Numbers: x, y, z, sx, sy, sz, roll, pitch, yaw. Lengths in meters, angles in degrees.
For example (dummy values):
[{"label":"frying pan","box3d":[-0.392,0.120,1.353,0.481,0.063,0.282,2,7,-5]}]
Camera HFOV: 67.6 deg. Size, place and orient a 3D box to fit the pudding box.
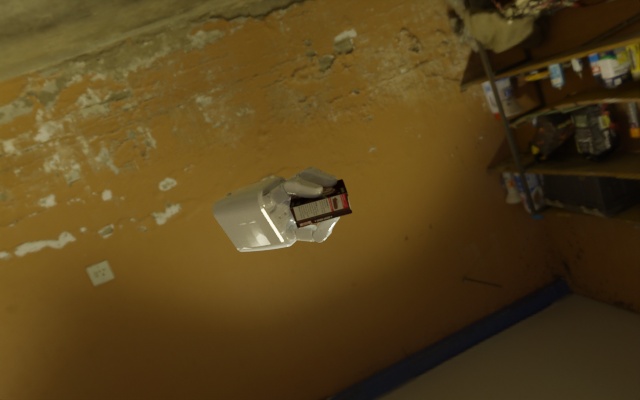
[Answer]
[{"label":"pudding box","box3d":[0.000,0.003,0.754,0.090,0.039,0.113,-16,15,2]}]
